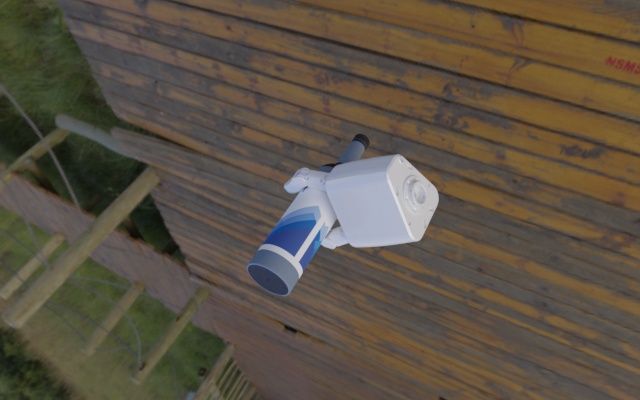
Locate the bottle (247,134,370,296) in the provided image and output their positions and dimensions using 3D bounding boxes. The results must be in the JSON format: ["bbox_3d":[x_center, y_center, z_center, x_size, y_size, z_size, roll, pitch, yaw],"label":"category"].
[{"bbox_3d":[0.000,0.002,0.703,0.069,0.069,0.295,0,44,40],"label":"bottle"}]
